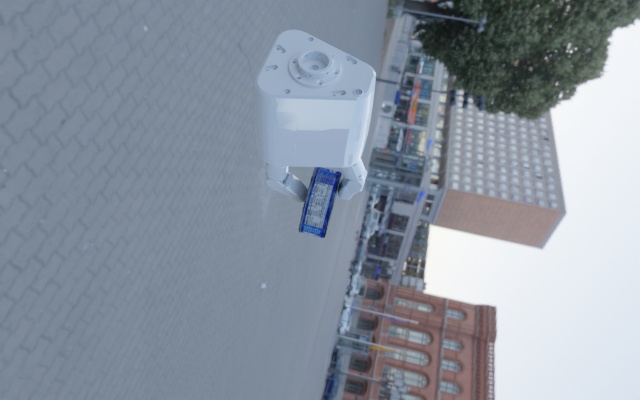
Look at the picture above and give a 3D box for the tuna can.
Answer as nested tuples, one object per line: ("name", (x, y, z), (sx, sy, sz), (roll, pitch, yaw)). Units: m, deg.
("tuna can", (0.001, 0.002, 0.586), (0.034, 0.086, 0.086), (15, 0, 2))
